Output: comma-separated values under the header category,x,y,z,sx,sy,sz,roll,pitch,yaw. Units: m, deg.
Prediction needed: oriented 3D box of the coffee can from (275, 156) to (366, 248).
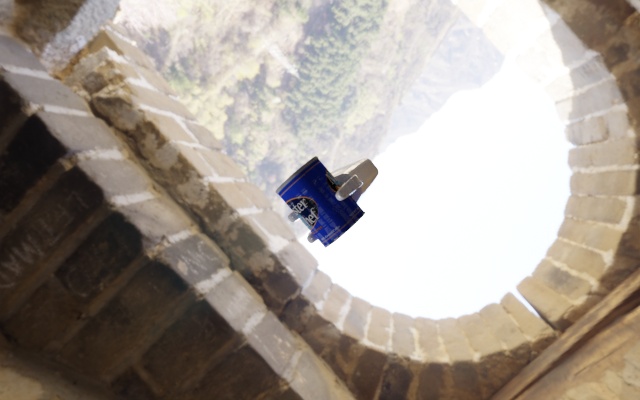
category,x,y,z,sx,sy,sz,roll,pitch,yaw
coffee can,0.000,0.003,0.888,0.103,0.140,0.103,-41,0,0
